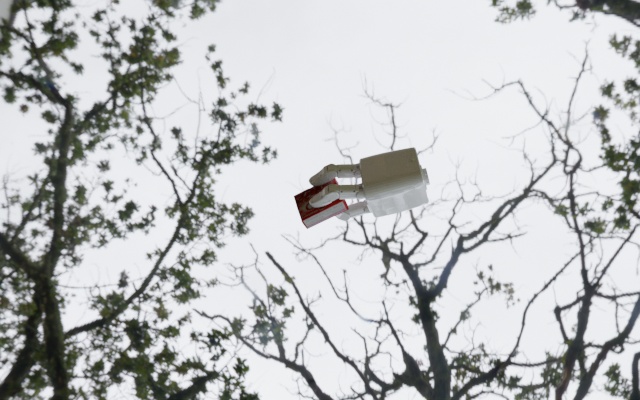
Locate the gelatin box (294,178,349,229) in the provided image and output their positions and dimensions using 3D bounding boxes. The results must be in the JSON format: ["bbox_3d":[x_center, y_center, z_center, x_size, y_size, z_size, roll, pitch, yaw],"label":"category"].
[{"bbox_3d":[0.000,0.003,0.892,0.089,0.073,0.030,-26,-47,5],"label":"gelatin box"}]
